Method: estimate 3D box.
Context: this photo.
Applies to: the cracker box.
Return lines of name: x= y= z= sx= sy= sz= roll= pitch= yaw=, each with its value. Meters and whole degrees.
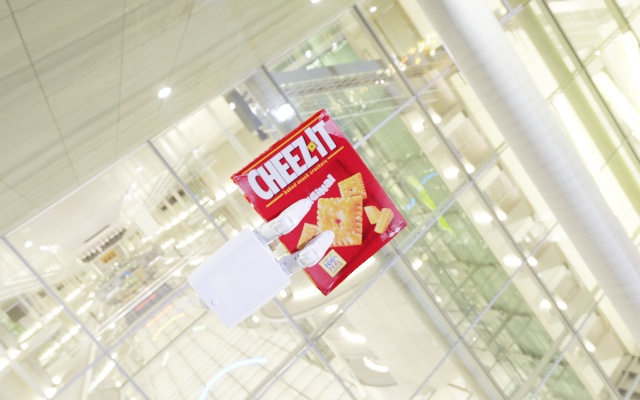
cracker box: x=0.000 y=0.002 z=0.691 sx=0.164 sy=0.214 sz=0.072 roll=-39 pitch=10 yaw=-10
